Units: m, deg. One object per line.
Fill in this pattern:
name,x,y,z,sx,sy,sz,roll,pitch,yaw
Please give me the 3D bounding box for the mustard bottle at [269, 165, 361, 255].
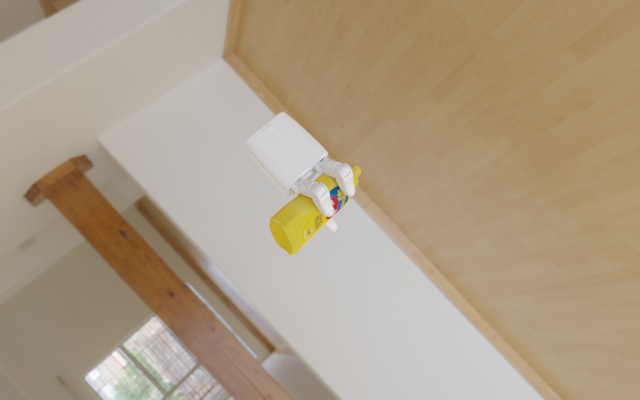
mustard bottle,0.000,0.003,0.812,0.058,0.191,0.096,35,-26,27
